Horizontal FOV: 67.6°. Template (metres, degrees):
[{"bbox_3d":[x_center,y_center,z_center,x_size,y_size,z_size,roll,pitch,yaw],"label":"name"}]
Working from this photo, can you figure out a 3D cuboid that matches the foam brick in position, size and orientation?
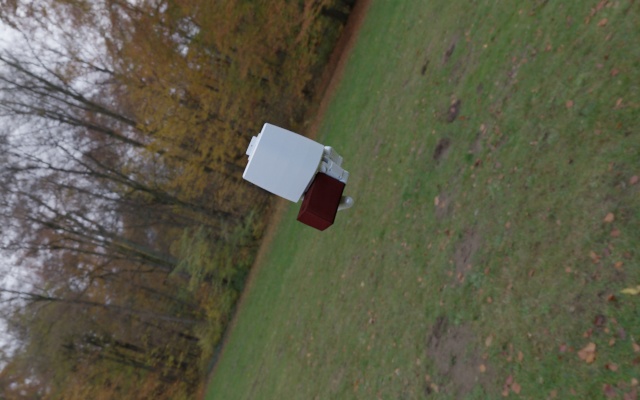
[{"bbox_3d":[0.000,0.003,0.796,0.051,0.078,0.053,24,-28,-13],"label":"foam brick"}]
